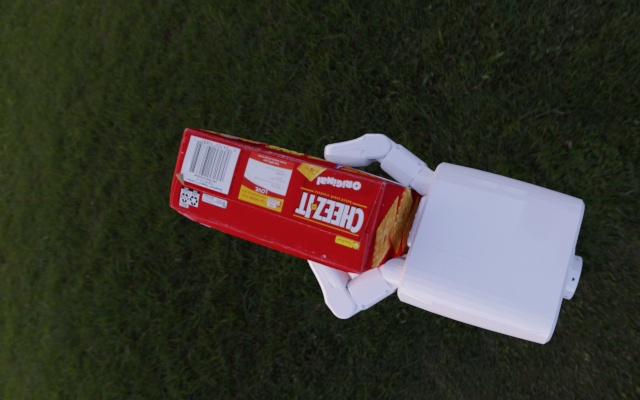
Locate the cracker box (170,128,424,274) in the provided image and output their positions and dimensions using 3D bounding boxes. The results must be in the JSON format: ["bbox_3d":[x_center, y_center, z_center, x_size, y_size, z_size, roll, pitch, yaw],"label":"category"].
[{"bbox_3d":[0.000,0.001,0.428,0.164,0.072,0.214,16,4,21],"label":"cracker box"}]
